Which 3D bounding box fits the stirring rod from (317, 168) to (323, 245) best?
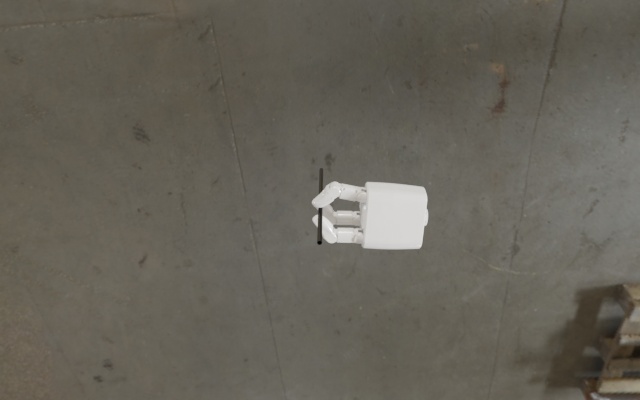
[{"bbox_3d":[0.000,0.003,0.869,0.011,0.011,0.239,0,33,1],"label":"stirring rod"}]
